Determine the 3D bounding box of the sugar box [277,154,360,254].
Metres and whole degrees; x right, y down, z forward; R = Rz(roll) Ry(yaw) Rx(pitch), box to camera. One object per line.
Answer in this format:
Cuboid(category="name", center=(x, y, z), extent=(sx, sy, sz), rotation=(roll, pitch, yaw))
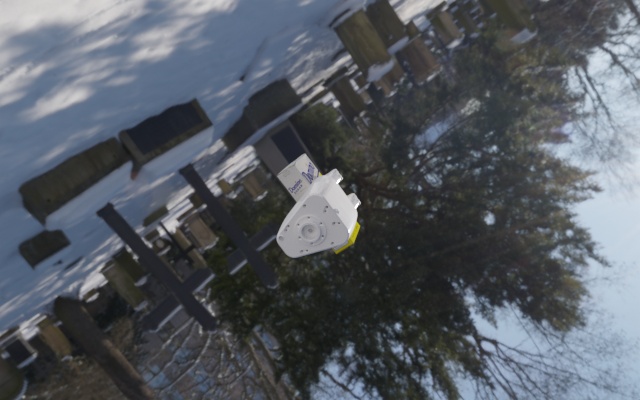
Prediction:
Cuboid(category="sugar box", center=(0.001, 0.003, 0.868), extent=(0.048, 0.176, 0.093), rotation=(-32, 9, 19))
